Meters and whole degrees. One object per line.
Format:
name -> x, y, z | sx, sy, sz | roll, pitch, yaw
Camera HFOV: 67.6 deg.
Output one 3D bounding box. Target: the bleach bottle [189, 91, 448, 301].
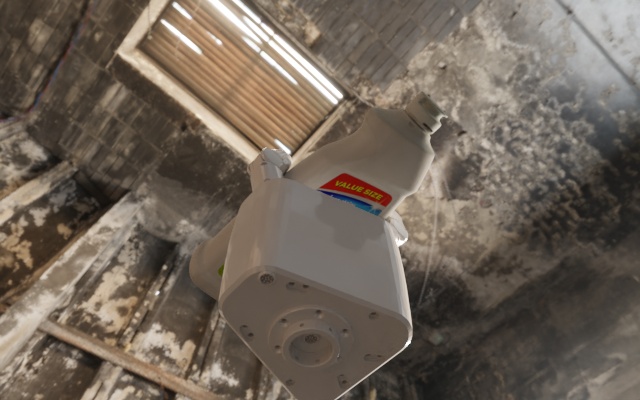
bleach bottle -> 0.000, 0.001, 0.416 | 0.102, 0.251, 0.068 | 39, 21, -18
